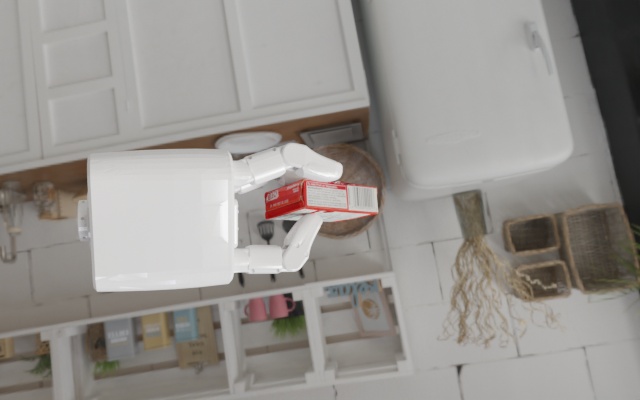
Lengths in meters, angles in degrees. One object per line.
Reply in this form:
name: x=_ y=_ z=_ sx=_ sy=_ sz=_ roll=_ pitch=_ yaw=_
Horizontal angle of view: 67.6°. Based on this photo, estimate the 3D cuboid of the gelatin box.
gelatin box: x=0.000 y=0.002 z=0.470 sx=0.089 sy=0.030 sz=0.073 roll=5 pitch=-12 yaw=-34
